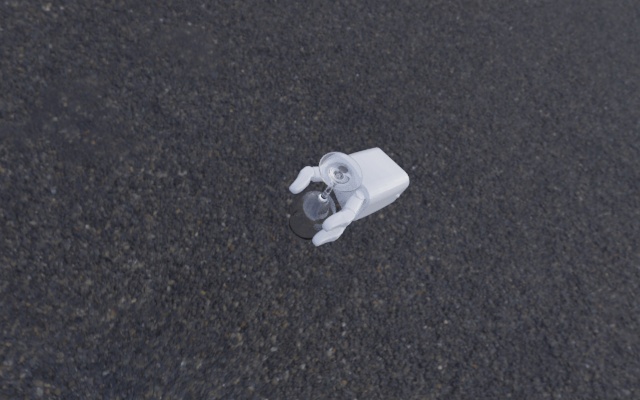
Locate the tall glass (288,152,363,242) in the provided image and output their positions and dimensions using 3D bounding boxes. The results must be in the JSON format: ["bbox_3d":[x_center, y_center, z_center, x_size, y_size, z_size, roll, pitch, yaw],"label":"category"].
[{"bbox_3d":[0.000,0.002,0.829,0.079,0.079,0.201,0,-29,-22],"label":"tall glass"}]
